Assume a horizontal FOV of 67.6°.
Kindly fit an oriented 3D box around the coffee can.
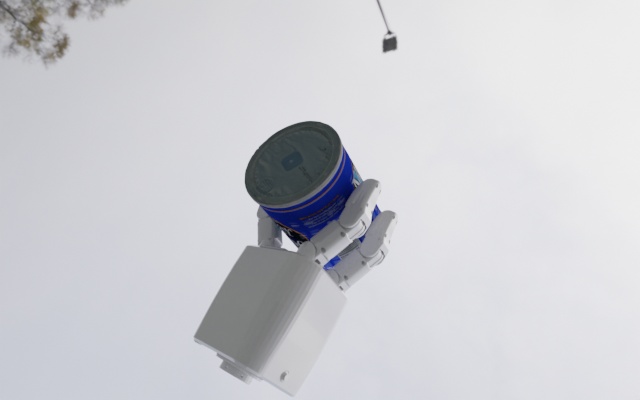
[{"bbox_3d":[0.000,0.001,0.502,0.103,0.102,0.140,0,-35,30],"label":"coffee can"}]
